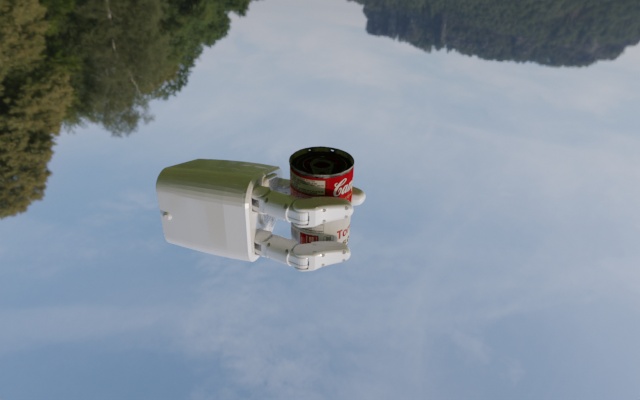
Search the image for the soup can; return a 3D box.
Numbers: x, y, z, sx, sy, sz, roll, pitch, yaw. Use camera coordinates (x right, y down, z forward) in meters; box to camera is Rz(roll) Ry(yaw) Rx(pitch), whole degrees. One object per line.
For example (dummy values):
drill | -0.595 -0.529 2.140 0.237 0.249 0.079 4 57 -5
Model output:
soup can | 0.001 0.002 0.518 0.068 0.102 0.068 1 30 -1
